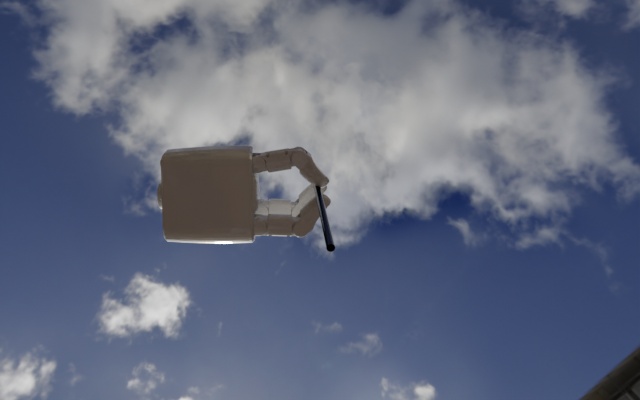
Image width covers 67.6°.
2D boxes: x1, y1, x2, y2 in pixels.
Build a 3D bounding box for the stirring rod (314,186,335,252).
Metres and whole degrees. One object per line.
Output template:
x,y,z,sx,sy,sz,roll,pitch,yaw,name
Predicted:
0.000,0.002,0.543,0.011,0.011,0.239,0,20,-5,stirring rod
